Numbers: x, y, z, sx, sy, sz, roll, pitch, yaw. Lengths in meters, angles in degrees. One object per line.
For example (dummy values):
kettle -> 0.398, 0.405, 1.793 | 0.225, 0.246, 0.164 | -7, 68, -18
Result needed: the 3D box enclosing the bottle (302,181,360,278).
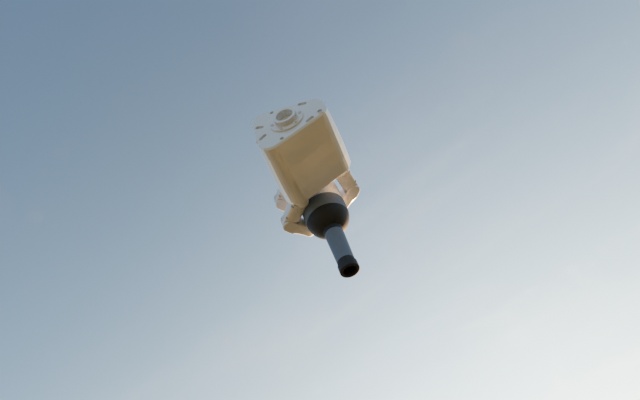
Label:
bottle -> 0.000, 0.002, 0.734 | 0.069, 0.069, 0.295 | 0, 38, -19
